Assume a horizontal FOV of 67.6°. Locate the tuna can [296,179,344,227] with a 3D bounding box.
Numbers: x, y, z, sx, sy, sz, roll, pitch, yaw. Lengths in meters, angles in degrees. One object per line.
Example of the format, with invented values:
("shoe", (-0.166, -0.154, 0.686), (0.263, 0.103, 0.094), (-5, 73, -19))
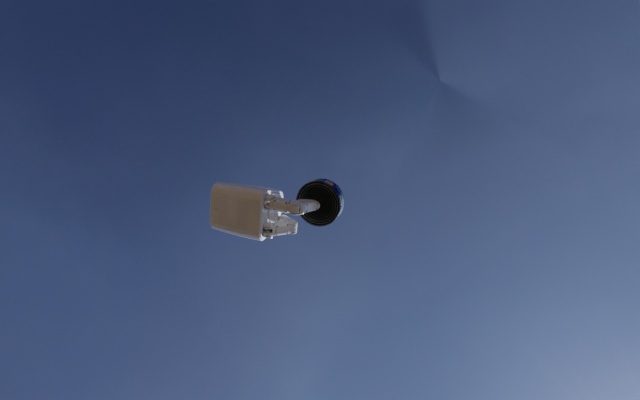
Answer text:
("tuna can", (0.000, 0.003, 0.887), (0.086, 0.086, 0.033), (0, 13, 20))
